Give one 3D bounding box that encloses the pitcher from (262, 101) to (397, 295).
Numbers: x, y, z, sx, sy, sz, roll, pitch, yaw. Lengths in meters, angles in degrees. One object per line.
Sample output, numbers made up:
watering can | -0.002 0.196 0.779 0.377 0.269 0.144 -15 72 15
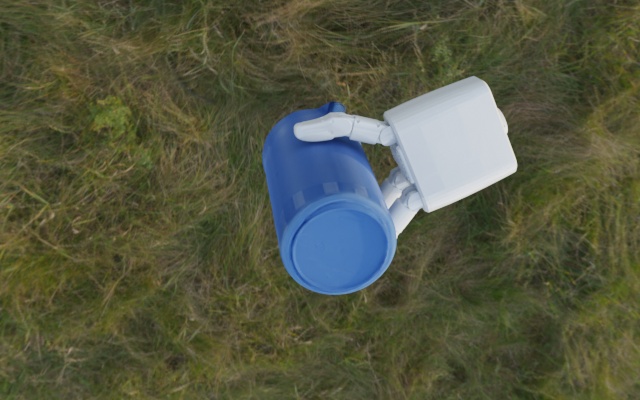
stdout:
pitcher | 0.000 0.002 0.537 0.145 0.149 0.242 -22 27 4
